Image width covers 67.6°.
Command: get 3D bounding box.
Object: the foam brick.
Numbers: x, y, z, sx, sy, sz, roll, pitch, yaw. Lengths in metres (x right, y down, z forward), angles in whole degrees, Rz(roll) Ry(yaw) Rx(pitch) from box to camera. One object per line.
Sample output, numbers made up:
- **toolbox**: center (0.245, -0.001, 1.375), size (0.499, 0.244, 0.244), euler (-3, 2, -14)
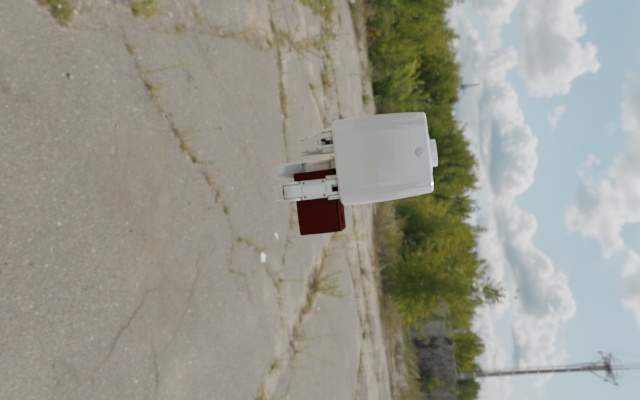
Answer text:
- **foam brick**: center (0.000, 0.002, 0.592), size (0.051, 0.078, 0.053), euler (-6, 1, 9)
